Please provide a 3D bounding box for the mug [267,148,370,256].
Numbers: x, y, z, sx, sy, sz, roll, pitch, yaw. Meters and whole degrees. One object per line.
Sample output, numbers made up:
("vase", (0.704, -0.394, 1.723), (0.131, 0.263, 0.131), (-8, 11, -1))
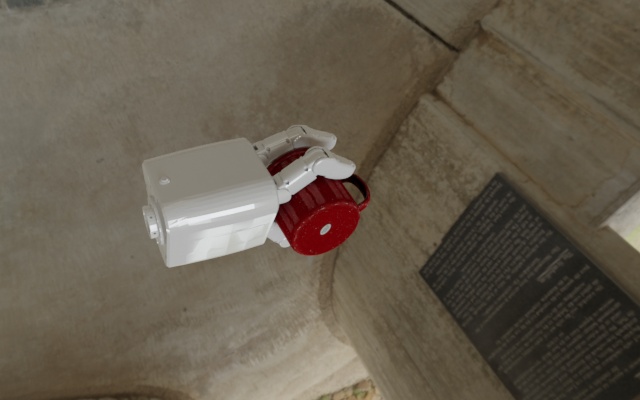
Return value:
("mug", (0.001, 0.002, 0.517), (0.117, 0.093, 0.081), (-15, 50, -24))
